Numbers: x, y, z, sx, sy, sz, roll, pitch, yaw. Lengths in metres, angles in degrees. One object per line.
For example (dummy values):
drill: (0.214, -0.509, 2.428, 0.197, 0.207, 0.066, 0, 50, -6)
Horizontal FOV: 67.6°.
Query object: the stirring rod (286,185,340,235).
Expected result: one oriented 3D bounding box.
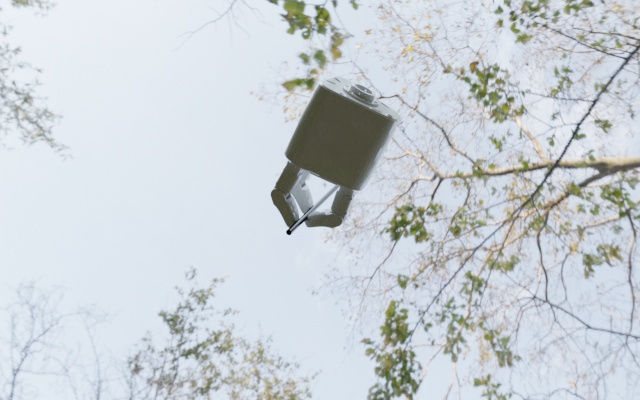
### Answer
stirring rod: (0.000, 0.002, 0.716, 0.011, 0.011, 0.239, 0, 19, 21)
